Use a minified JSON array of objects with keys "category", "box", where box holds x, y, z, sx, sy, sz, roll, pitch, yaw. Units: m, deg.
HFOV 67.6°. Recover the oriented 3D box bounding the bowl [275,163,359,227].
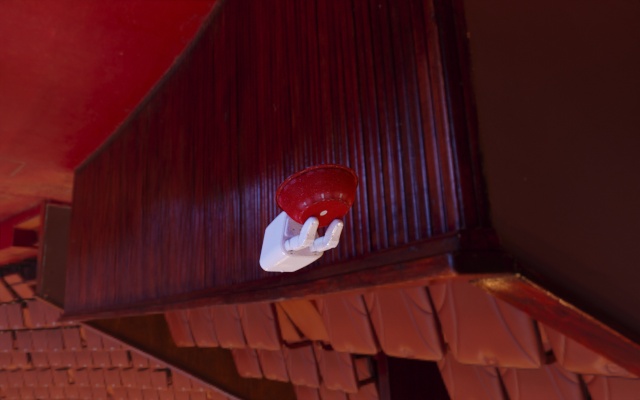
[{"category":"bowl","box":[0.001,0.002,0.880,0.162,0.055,0.162,-12,-33,-8]}]
